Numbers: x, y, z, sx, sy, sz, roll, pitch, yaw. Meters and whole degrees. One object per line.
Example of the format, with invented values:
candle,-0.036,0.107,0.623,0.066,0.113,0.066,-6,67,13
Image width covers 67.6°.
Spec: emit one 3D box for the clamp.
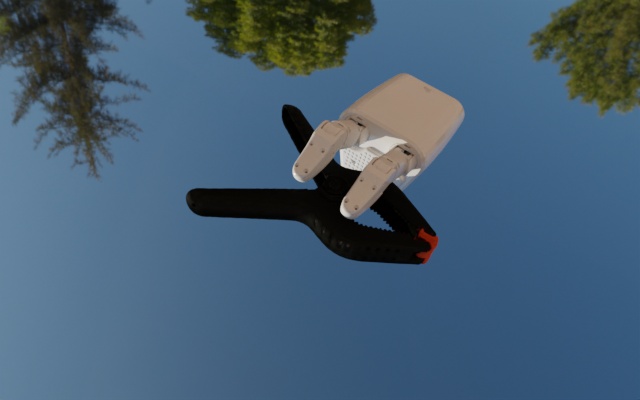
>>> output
clamp,0.001,0.002,0.427,0.210,0.036,0.164,34,53,17
